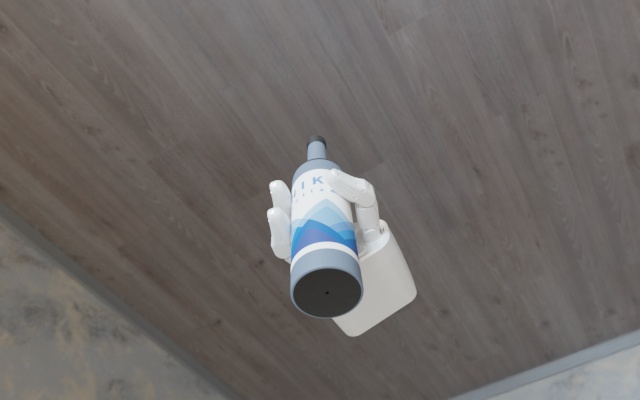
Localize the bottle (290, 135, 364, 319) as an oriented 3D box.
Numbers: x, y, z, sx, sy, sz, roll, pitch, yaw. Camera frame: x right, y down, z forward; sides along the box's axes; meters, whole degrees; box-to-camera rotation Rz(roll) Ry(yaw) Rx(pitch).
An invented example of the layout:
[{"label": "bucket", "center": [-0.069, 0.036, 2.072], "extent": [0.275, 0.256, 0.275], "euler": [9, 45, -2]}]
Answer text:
[{"label": "bottle", "center": [0.000, 0.002, 0.552], "extent": [0.069, 0.069, 0.295], "euler": [0, 34, -3]}]
